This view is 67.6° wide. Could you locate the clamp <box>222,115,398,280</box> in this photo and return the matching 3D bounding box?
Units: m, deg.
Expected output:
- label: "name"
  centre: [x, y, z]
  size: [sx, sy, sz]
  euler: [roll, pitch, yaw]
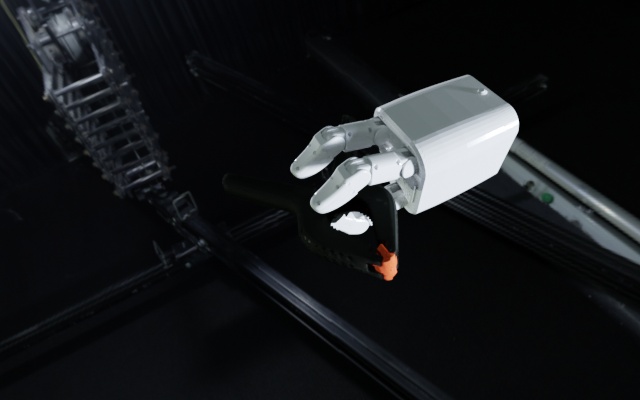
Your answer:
- label: "clamp"
  centre: [0.001, 0.002, 0.466]
  size: [0.164, 0.036, 0.209]
  euler: [-24, 46, -7]
